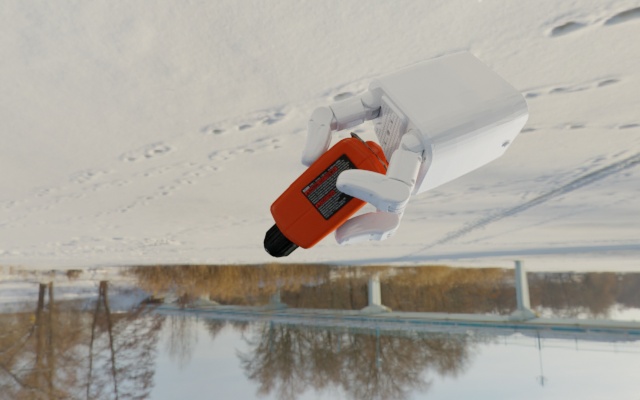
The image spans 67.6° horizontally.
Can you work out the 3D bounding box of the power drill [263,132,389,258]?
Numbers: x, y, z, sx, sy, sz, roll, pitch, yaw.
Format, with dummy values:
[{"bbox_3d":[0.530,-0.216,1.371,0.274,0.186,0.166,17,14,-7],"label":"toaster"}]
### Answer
[{"bbox_3d":[0.000,0.002,0.500,0.184,0.057,0.187,-43,0,3],"label":"power drill"}]
